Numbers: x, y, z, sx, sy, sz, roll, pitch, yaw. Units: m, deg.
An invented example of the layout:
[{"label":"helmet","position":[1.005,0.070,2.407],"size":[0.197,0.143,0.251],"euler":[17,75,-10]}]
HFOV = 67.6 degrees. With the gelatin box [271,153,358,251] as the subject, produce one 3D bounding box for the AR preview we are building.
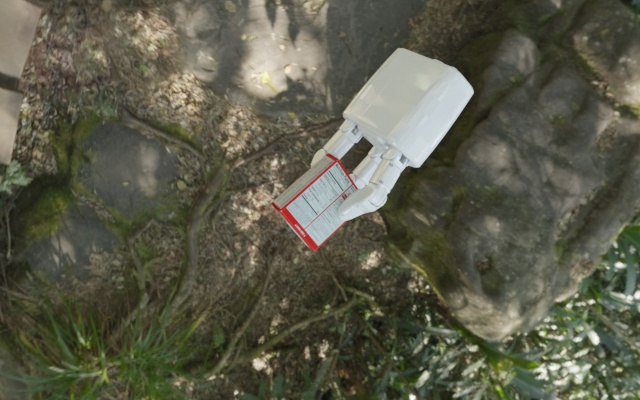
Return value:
[{"label":"gelatin box","position":[0.000,0.002,0.547],"size":[0.073,0.089,0.030],"euler":[53,-10,-34]}]
